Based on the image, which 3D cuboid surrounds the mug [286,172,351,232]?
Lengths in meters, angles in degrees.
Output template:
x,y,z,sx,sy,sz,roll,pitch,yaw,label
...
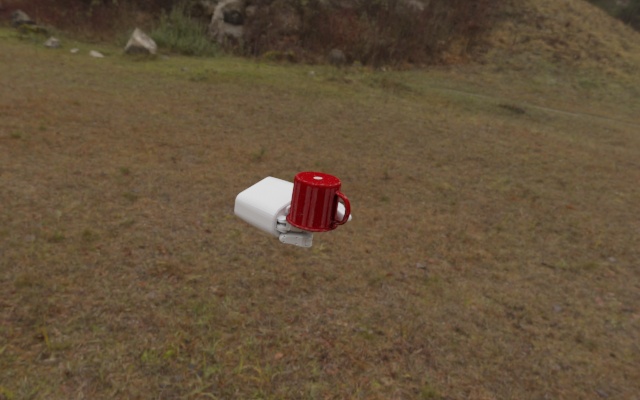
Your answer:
x,y,z,sx,sy,sz,roll,pitch,yaw,label
0.001,0.003,0.817,0.117,0.081,0.093,21,22,33,mug
